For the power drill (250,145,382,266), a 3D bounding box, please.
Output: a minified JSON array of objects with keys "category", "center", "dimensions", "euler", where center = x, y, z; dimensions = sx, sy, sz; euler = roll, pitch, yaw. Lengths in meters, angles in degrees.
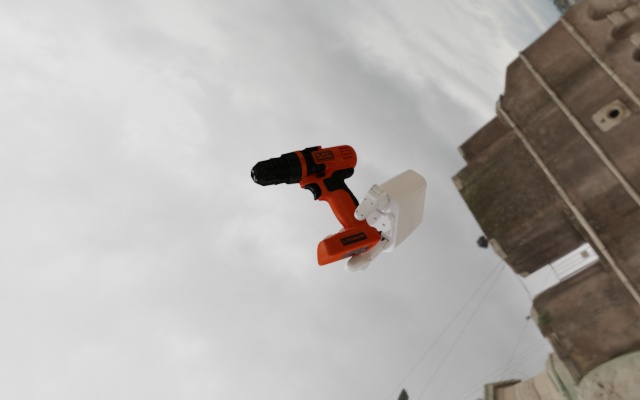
[{"category":"power drill","center":[0.001,0.003,0.747],"dimensions":[0.184,0.187,0.057],"euler":[-14,-19,-25]}]
